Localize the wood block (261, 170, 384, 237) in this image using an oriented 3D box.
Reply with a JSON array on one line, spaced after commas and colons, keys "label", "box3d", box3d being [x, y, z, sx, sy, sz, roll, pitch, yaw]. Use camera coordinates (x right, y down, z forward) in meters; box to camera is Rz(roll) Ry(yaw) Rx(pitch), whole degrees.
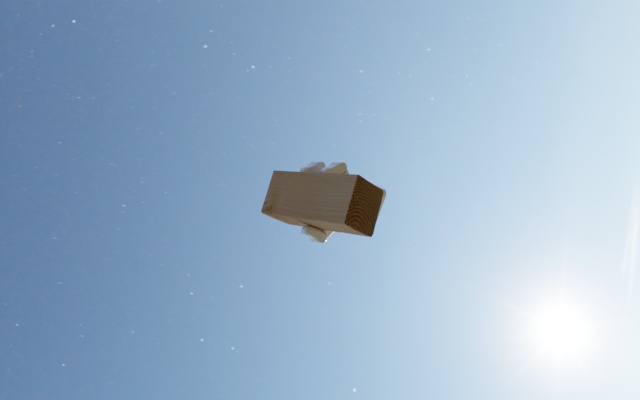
[{"label": "wood block", "box3d": [0.000, 0.003, 0.890, 0.206, 0.091, 0.090, 5, -15, 41]}]
